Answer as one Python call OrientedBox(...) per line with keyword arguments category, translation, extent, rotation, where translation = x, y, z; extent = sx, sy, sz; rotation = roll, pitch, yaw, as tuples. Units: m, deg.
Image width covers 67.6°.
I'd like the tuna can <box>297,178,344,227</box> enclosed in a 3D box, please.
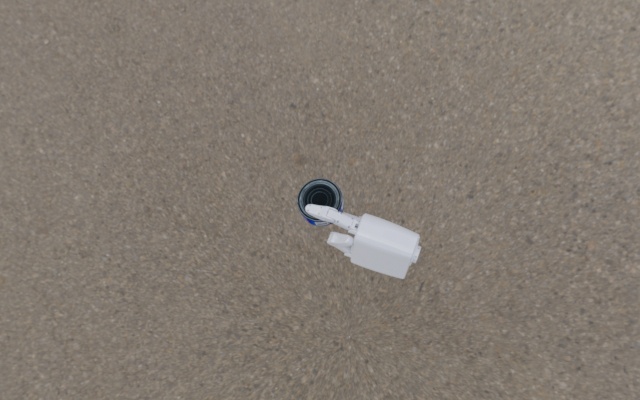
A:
OrientedBox(category="tuna can", translation=(0.000, 0.003, 0.885), extent=(0.086, 0.086, 0.034), rotation=(0, -18, 9))
